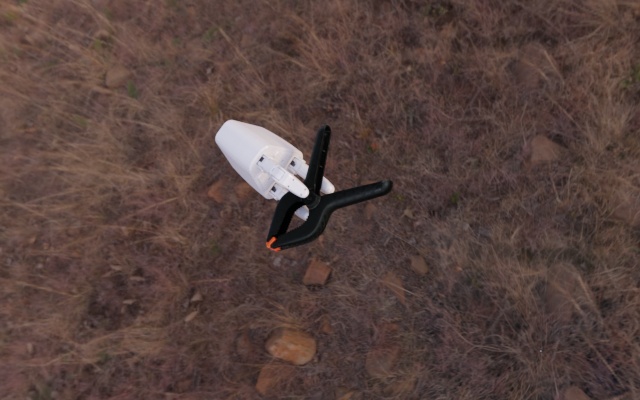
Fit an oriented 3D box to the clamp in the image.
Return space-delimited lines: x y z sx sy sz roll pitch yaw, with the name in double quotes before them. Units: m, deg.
"clamp" -0.001 0.002 0.730 0.164 0.210 0.036 38 2 33
